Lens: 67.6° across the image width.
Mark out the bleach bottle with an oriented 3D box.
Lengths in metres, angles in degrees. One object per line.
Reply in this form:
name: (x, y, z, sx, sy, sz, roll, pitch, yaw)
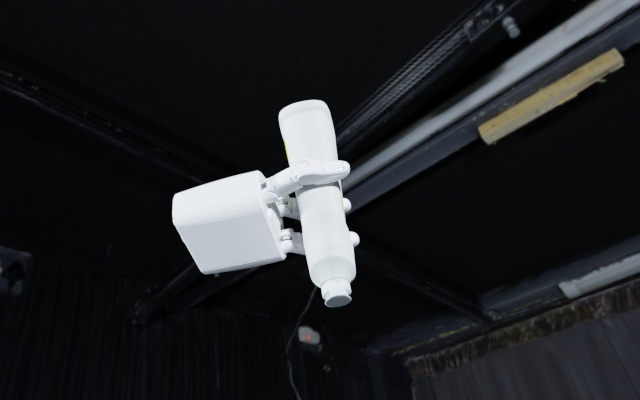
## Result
bleach bottle: (0.000, 0.002, 0.570, 0.068, 0.250, 0.103, -12, -36, 4)
